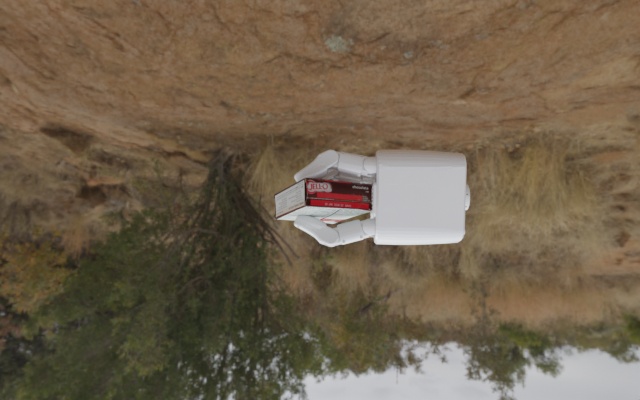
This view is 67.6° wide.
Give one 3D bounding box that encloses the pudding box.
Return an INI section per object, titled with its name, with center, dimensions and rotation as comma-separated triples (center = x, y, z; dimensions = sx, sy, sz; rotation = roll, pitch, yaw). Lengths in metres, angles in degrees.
[pudding box]
center = 0.000, 0.002, 0.605
dimensions = 0.090, 0.039, 0.113
rotation = 6, -14, -24
